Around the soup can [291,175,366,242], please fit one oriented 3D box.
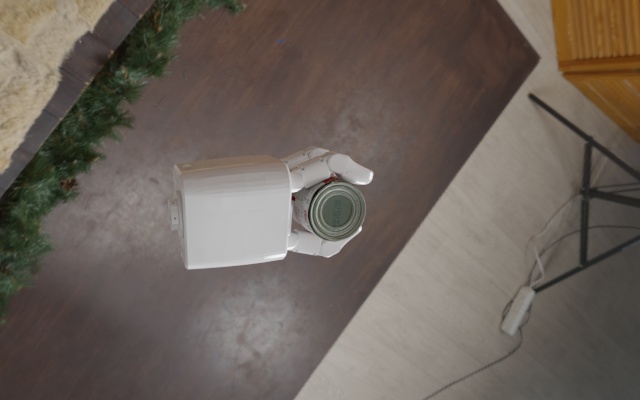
[{"bbox_3d":[0.001,0.002,0.545,0.068,0.068,0.102,0,11,-22],"label":"soup can"}]
